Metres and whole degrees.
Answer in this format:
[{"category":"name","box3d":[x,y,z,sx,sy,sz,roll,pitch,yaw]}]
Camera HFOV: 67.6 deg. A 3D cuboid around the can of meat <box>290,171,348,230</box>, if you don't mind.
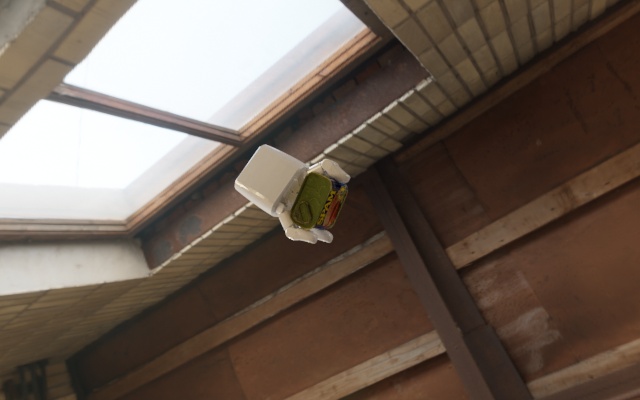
[{"category":"can of meat","box3d":[0.000,0.003,0.878,0.057,0.102,0.084,28,9,26]}]
